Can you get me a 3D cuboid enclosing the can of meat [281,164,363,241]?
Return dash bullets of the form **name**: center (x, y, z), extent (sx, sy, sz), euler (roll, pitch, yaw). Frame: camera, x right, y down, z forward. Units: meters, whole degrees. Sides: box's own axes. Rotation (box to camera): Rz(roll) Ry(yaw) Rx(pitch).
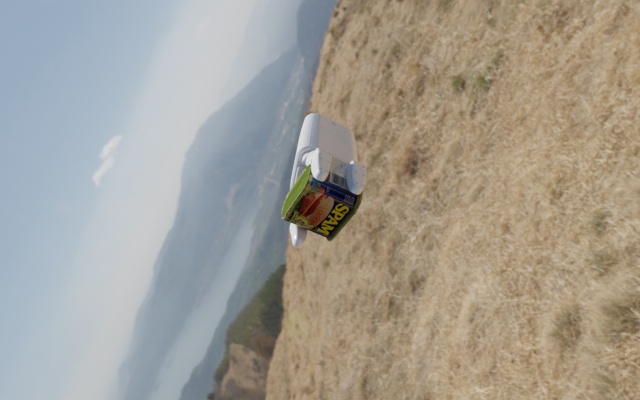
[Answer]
- **can of meat**: center (0.000, 0.002, 0.697), extent (0.084, 0.057, 0.102), euler (24, -49, -16)
